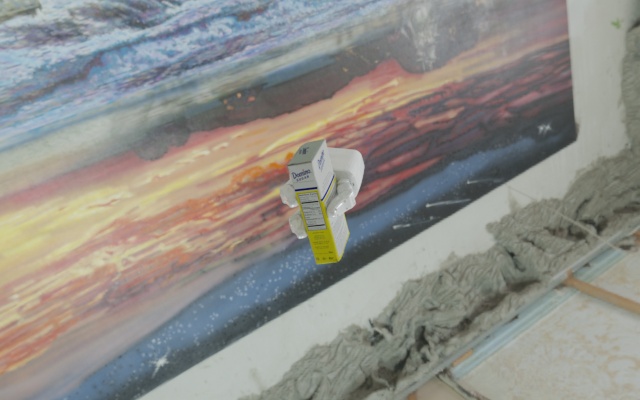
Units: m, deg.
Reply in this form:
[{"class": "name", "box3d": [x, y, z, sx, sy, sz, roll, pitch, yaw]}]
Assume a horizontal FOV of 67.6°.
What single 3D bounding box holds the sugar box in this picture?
[{"class": "sugar box", "box3d": [0.000, 0.003, 0.754, 0.048, 0.176, 0.093, -9, 25, 19]}]
